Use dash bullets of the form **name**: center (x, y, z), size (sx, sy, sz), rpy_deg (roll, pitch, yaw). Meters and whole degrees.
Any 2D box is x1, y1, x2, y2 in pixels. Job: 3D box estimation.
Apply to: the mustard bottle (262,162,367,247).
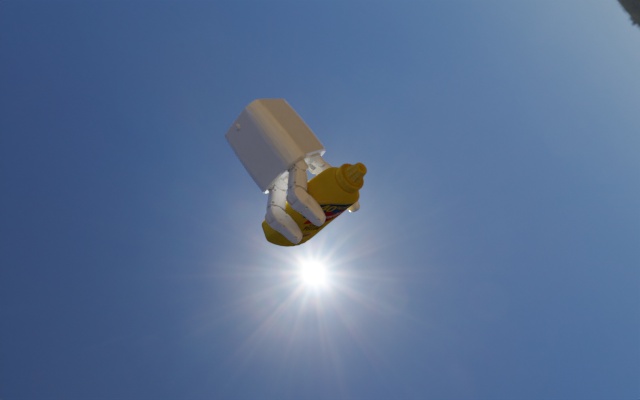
- **mustard bottle**: center (0.000, 0.003, 0.694), size (0.096, 0.058, 0.192), rpy_deg (0, -29, -41)
